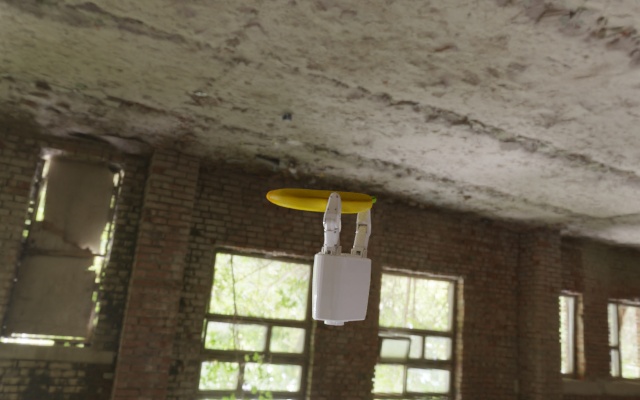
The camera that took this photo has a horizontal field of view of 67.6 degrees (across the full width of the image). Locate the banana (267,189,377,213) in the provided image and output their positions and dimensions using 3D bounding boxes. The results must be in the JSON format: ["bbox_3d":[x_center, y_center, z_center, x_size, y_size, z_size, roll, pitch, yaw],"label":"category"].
[{"bbox_3d":[0.006,0.002,0.826,0.198,0.037,0.069,4,-4,-6],"label":"banana"}]
